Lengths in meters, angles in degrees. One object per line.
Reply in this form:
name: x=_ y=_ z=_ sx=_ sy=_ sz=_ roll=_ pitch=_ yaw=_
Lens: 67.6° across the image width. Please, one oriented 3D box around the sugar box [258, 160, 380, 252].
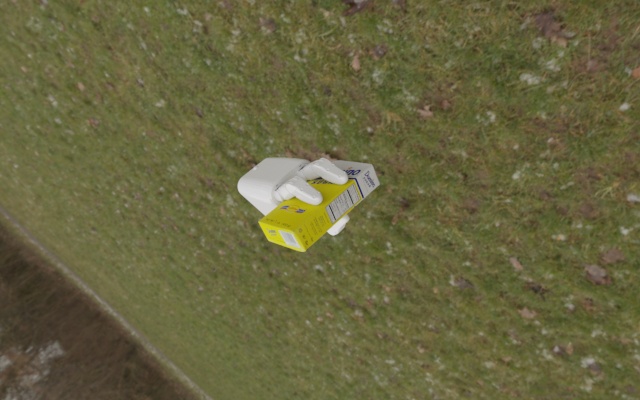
sugar box: x=0.000 y=0.002 z=0.734 sx=0.176 sy=0.048 sz=0.093 roll=-43 pitch=33 yaw=-27
